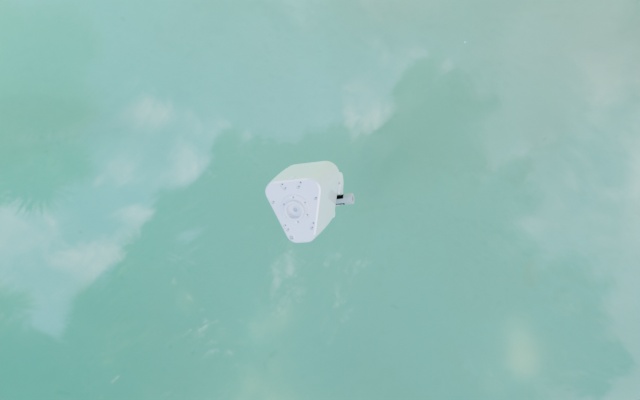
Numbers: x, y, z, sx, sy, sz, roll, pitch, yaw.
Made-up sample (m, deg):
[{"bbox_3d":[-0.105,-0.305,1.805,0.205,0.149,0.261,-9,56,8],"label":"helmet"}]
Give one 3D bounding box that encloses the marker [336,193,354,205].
[{"bbox_3d":[0.000,0.003,0.854,0.121,0.020,0.020,-6,-2,18],"label":"marker"}]
